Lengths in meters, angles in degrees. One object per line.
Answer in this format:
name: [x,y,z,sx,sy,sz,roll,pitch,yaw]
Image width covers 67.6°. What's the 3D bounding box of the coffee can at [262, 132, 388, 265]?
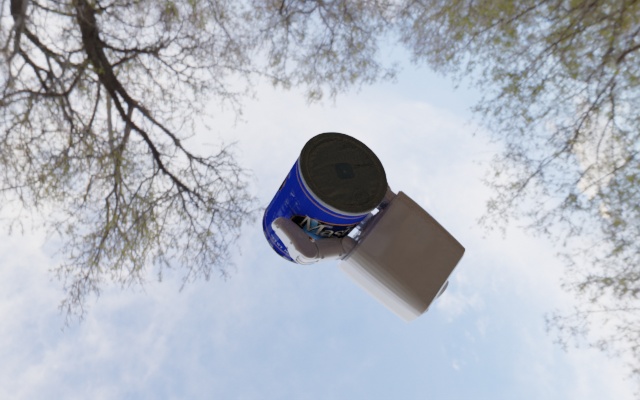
coffee can: [0.000,0.002,0.561,0.103,0.102,0.140,0,-29,-26]
